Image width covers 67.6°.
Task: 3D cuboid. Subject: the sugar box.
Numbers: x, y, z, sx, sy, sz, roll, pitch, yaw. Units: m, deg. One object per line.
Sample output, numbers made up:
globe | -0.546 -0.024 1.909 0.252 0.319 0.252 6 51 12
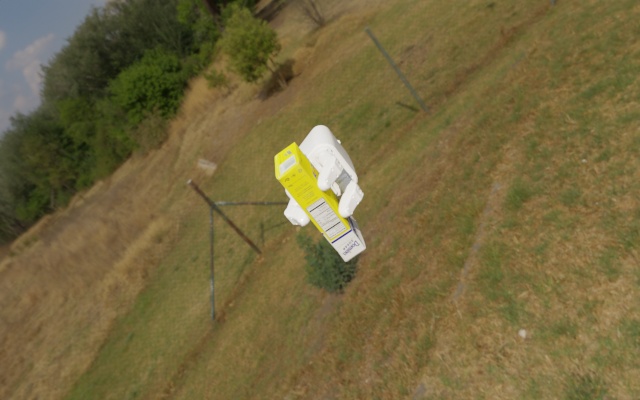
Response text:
sugar box | 0.000 0.002 0.728 0.048 0.176 0.093 -36 25 11
